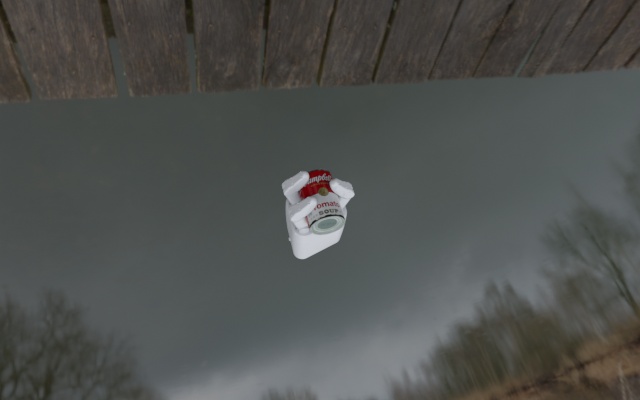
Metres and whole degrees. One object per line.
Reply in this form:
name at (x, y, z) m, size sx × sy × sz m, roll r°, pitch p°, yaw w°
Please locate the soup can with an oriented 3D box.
soup can at (0.000, 0.003, 0.863) m, size 0.068 × 0.102 × 0.068 m, roll -12°, pitch -30°, yaw -7°
